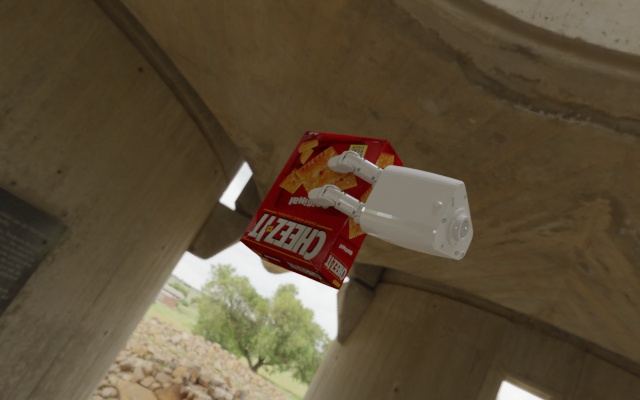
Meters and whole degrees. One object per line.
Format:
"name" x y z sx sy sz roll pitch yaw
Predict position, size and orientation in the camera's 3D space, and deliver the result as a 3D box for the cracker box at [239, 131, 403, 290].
"cracker box" 0.000 0.002 0.707 0.164 0.213 0.072 14 -23 40
